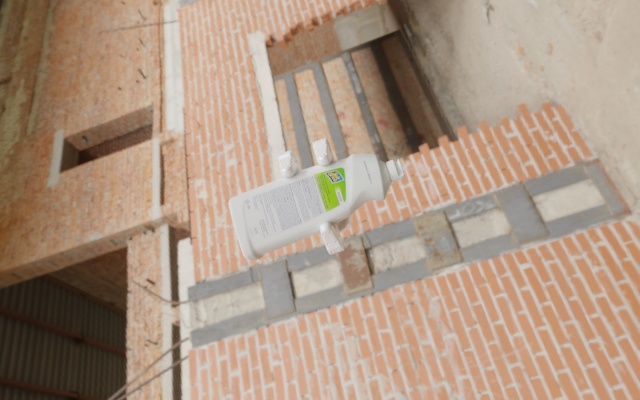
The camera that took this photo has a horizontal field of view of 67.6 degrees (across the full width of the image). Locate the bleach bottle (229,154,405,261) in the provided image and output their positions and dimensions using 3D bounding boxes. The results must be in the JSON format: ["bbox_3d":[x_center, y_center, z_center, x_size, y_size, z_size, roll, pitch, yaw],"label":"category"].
[{"bbox_3d":[0.000,0.002,0.692,0.251,0.102,0.068,-19,-6,8],"label":"bleach bottle"}]
